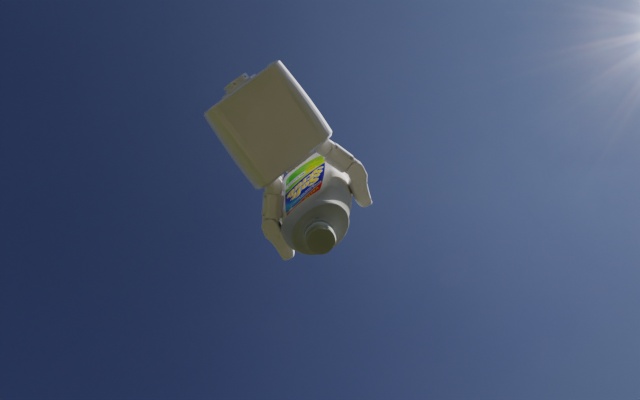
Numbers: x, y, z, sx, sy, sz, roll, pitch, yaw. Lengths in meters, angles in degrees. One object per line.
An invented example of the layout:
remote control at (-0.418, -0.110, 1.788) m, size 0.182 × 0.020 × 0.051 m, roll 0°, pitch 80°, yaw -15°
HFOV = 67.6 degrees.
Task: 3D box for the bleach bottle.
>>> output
bleach bottle at (0.000, 0.002, 0.588) m, size 0.102 × 0.068 × 0.250 m, roll -34°, pitch 15°, yaw 6°
